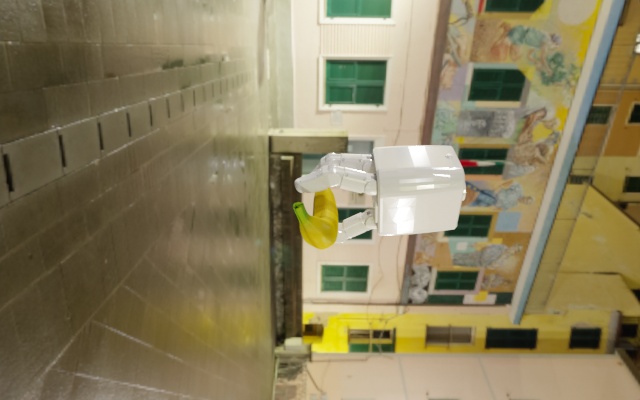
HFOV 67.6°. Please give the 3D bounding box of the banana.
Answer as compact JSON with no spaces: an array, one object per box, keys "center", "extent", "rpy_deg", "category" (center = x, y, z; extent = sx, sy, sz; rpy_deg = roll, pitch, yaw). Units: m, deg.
[{"center":[0.002,0.021,0.605],"extent":[0.037,0.069,0.198],"rpy_deg":[-7,7,7],"category":"banana"}]
